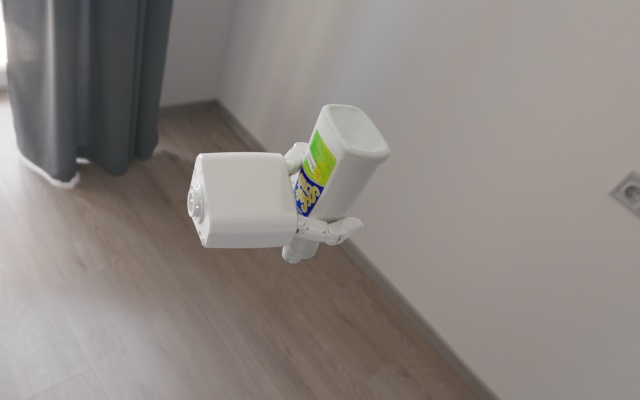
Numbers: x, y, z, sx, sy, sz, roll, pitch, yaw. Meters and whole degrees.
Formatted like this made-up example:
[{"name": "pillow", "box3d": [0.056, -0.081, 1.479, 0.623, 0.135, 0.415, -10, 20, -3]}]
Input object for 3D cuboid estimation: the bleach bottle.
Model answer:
[{"name": "bleach bottle", "box3d": [0.000, 0.002, 0.633, 0.068, 0.102, 0.251, -2, -44, -29]}]
